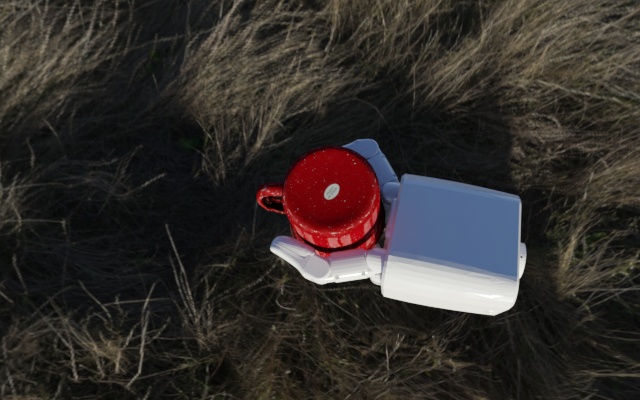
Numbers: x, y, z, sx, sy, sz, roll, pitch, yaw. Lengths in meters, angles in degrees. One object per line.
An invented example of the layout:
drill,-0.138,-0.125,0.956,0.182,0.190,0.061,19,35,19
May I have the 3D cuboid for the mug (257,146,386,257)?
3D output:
mug,-0.001,0.001,0.426,0.117,0.093,0.081,9,-18,10
